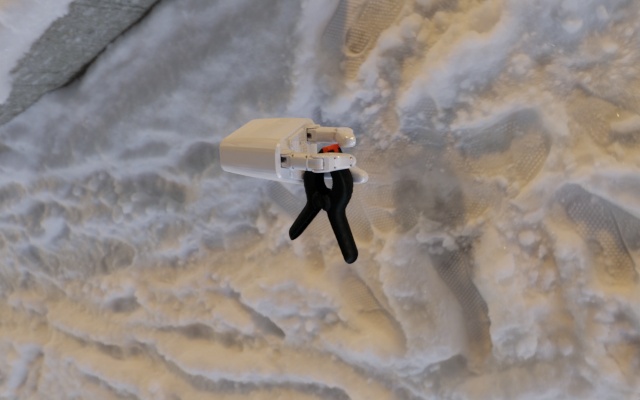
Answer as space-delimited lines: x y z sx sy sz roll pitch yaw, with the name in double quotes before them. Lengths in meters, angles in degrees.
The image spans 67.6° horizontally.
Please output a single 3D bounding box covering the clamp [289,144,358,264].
"clamp" 0.000 0.002 0.693 0.120 0.171 0.039 7 17 29
